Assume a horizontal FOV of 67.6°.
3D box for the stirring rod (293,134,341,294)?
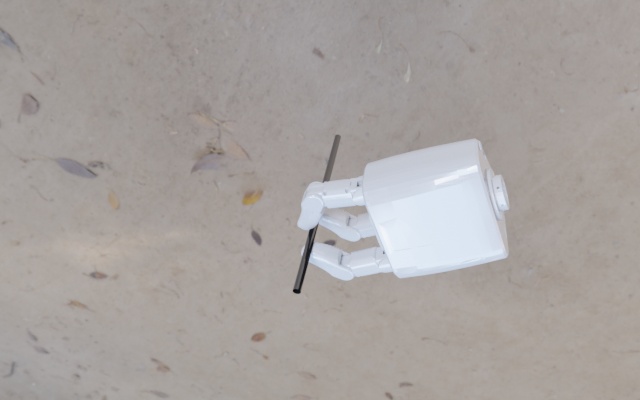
[{"bbox_3d":[0.000,0.002,0.530,0.011,0.011,0.239,0,44,15],"label":"stirring rod"}]
